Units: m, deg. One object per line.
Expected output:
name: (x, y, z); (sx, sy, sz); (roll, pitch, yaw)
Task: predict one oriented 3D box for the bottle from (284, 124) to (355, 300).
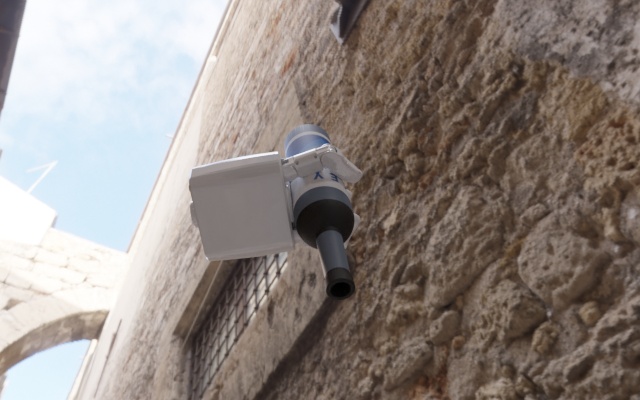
bottle: (0.000, 0.002, 0.559); (0.069, 0.069, 0.295); (0, 33, -9)
